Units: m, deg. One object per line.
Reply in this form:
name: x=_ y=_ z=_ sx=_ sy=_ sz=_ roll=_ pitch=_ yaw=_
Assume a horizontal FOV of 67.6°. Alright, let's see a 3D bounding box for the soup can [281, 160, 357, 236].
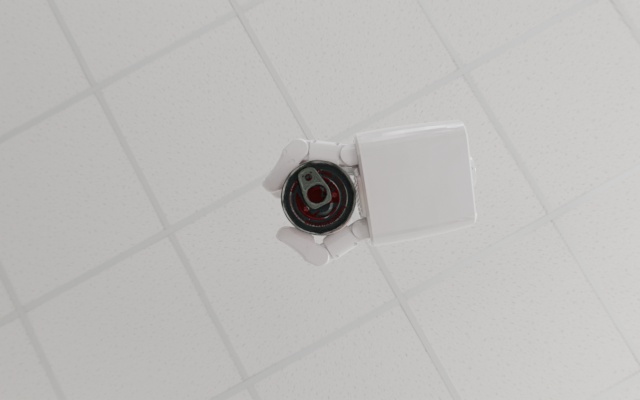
soup can: x=0.000 y=0.002 z=0.474 sx=0.068 sy=0.068 sz=0.102 roll=0 pitch=-5 yaw=2
